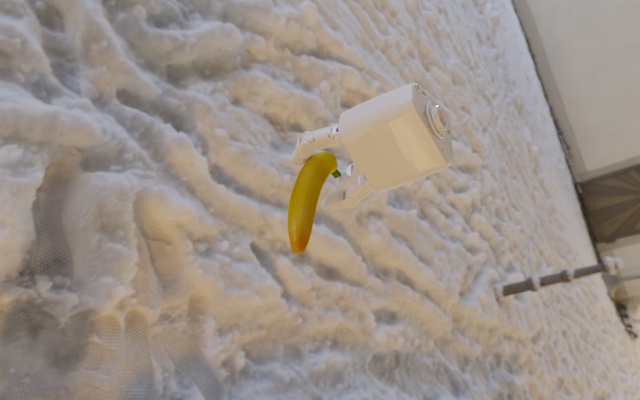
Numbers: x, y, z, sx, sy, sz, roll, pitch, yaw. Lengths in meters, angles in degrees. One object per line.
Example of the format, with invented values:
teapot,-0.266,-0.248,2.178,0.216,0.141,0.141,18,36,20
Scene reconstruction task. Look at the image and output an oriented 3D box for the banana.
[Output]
banana,-0.008,-0.015,0.642,0.037,0.070,0.197,-17,26,30
